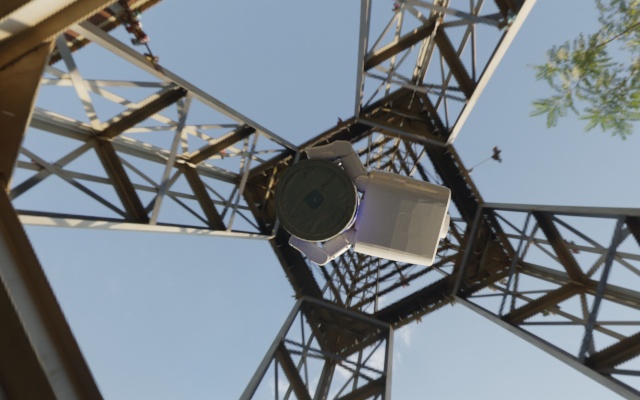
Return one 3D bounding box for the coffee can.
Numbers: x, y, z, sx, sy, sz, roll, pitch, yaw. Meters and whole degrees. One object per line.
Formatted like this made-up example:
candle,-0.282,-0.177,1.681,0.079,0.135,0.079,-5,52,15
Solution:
coffee can,0.000,0.002,0.651,0.103,0.103,0.140,0,-2,6
